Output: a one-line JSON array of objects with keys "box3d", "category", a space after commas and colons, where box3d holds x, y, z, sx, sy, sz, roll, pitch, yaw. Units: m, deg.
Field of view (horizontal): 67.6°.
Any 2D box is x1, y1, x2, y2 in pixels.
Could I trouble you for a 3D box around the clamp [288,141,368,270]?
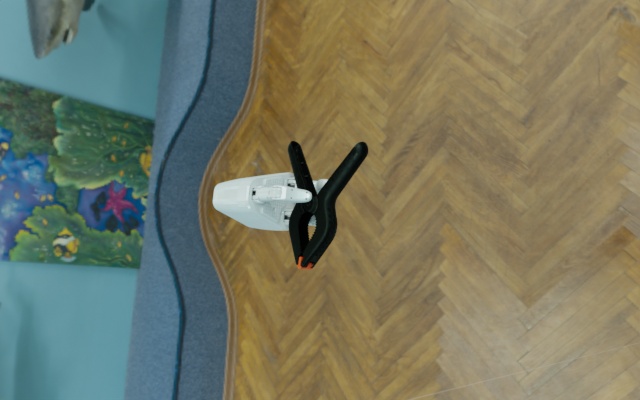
[{"box3d": [-0.001, 0.003, 0.737, 0.164, 0.210, 0.036, -2, -10, 45], "category": "clamp"}]
